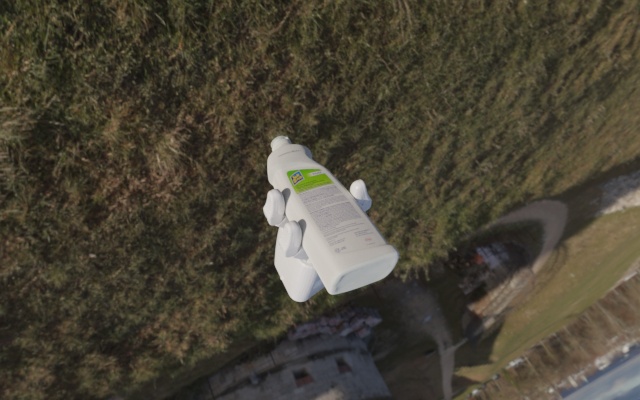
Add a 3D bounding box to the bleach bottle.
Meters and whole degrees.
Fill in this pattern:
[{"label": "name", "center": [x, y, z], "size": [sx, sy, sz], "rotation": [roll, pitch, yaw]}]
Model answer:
[{"label": "bleach bottle", "center": [0.000, 0.002, 0.657], "size": [0.102, 0.250, 0.068], "rotation": [-14, -36, -25]}]
